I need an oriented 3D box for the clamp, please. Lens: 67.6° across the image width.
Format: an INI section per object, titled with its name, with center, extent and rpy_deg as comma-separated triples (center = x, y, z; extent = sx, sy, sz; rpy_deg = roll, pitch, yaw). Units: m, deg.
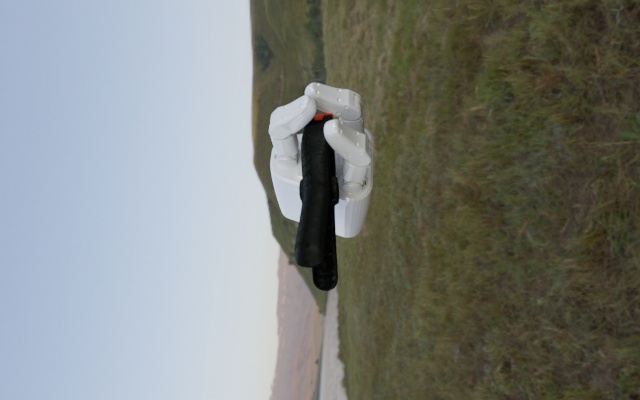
[clamp]
center = -0.001, 0.001, 0.454
extent = 0.039, 0.171, 0.120
rpy_deg = 3, -29, 4
